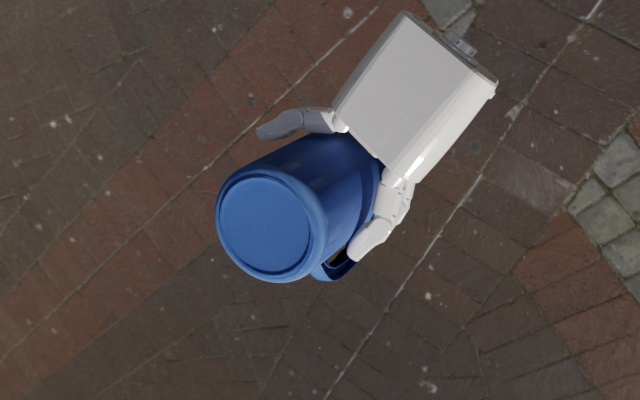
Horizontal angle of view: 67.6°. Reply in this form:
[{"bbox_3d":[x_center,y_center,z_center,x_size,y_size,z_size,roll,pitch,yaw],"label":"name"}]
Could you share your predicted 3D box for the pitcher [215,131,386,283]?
[{"bbox_3d":[0.000,0.001,0.507,0.149,0.145,0.242,43,27,6],"label":"pitcher"}]
